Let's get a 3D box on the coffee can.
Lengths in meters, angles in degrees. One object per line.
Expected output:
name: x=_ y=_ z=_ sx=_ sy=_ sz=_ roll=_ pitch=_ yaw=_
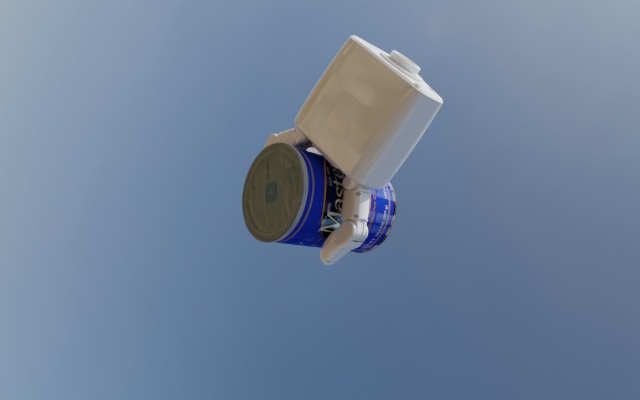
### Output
coffee can: x=0.000 y=0.002 z=0.528 sx=0.140 sy=0.103 sz=0.103 roll=12 pitch=-8 yaw=-42
